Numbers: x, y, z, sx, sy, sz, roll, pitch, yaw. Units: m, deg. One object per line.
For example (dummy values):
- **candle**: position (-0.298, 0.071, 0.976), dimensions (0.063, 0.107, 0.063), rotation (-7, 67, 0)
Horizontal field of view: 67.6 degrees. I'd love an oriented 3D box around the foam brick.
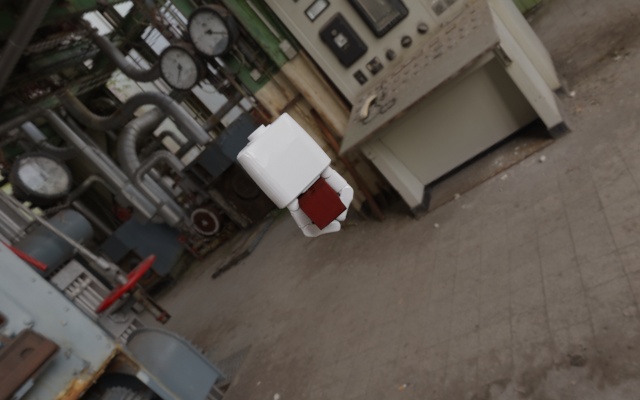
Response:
- **foam brick**: position (0.000, 0.002, 0.733), dimensions (0.053, 0.051, 0.078), rotation (-41, 13, 3)
